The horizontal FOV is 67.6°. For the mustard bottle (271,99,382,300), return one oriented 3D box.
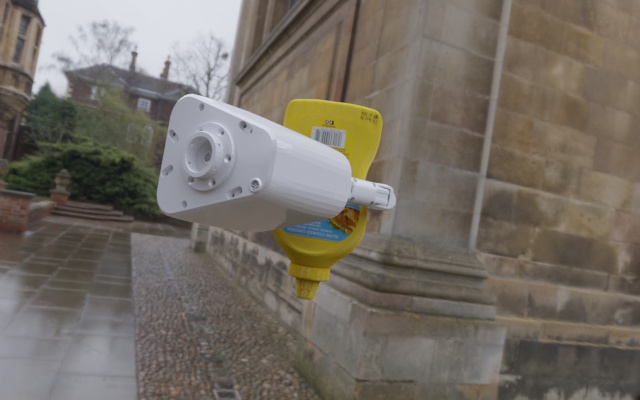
[{"bbox_3d":[0.000,0.001,0.472,0.096,0.191,0.058,9,-3,6],"label":"mustard bottle"}]
